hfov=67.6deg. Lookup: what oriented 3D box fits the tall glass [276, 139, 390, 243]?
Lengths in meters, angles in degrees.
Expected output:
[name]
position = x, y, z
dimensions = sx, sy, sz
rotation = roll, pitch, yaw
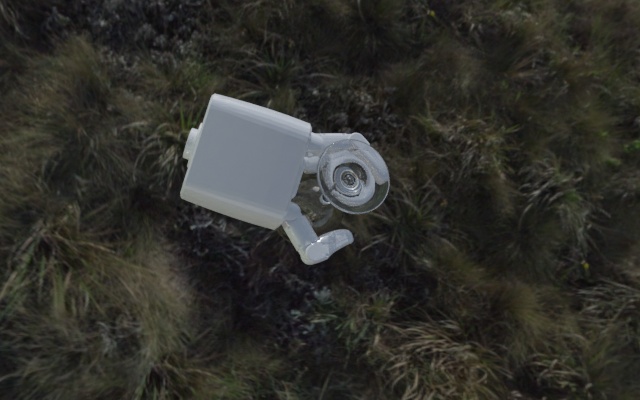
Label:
[tall glass]
position = 0.000, 0.002, 0.540
dimensions = 0.079, 0.079, 0.201
rotation = 0, -15, -19
